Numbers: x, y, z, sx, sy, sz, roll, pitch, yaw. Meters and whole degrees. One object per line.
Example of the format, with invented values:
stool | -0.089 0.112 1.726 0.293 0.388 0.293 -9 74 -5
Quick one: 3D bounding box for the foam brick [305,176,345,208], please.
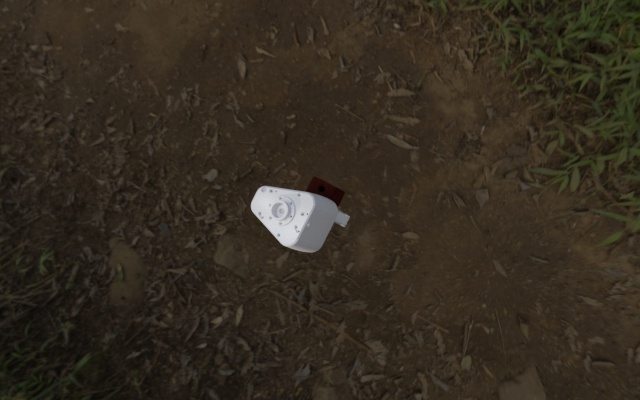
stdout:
foam brick | 0.000 0.003 0.878 0.053 0.078 0.051 27 1 23
